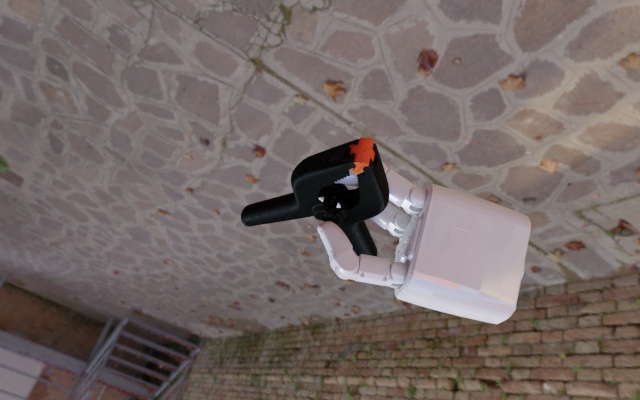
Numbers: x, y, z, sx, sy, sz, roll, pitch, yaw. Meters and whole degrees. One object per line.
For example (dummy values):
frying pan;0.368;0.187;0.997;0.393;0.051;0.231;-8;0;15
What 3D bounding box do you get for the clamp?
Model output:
clamp;0.000;0.002;0.480;0.164;0.036;0.210;14;-29;-2
